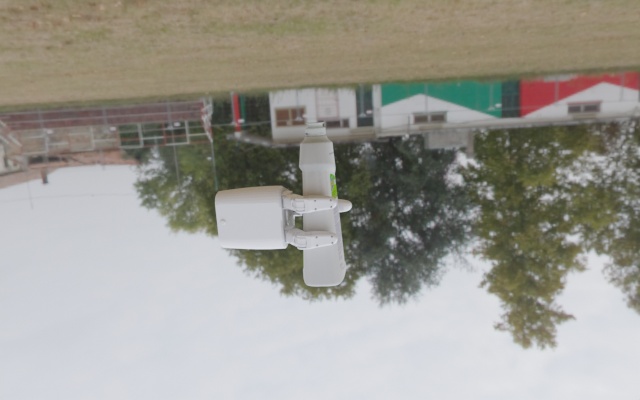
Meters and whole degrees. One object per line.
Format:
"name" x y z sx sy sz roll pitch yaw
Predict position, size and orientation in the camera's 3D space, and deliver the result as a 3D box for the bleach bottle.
"bleach bottle" 0.000 0.003 0.759 0.068 0.251 0.102 -2 11 6
